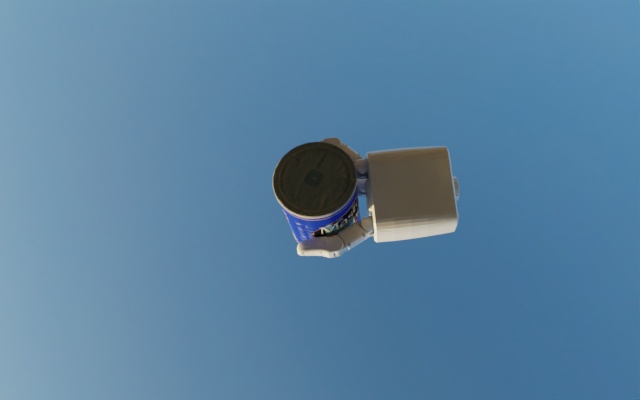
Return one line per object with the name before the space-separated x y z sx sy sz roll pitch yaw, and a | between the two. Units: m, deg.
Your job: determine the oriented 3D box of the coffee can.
coffee can | 0.000 0.002 0.636 0.103 0.102 0.140 0 -25 7
